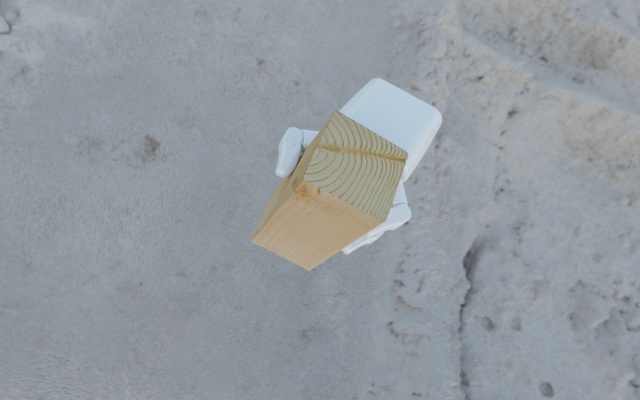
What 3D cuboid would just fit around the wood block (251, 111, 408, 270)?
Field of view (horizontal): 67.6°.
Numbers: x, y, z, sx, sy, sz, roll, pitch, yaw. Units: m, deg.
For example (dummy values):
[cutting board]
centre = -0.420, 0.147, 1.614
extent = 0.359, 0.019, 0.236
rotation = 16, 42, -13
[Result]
[wood block]
centre = 0.000, 0.001, 0.547
extent = 0.091, 0.090, 0.206
rotation = 29, -29, -9
